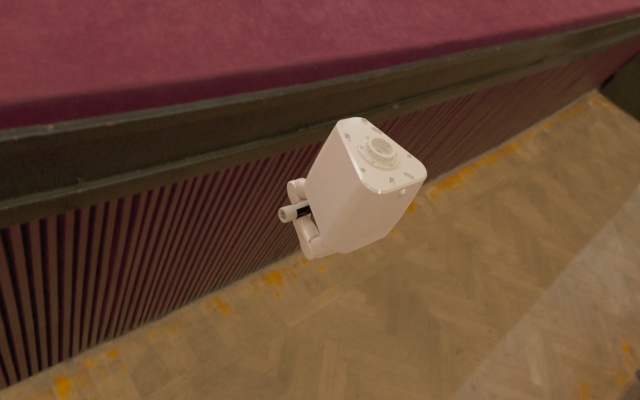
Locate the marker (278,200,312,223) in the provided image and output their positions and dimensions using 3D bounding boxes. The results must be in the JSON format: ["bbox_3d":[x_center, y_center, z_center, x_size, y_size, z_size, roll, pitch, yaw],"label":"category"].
[{"bbox_3d":[0.000,0.002,0.608,0.121,0.020,0.020,-19,12,-37],"label":"marker"}]
